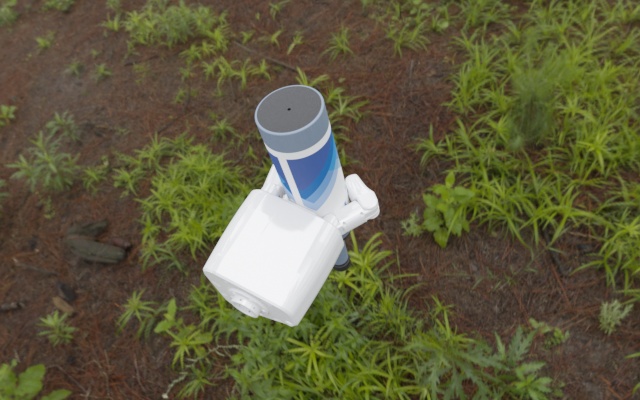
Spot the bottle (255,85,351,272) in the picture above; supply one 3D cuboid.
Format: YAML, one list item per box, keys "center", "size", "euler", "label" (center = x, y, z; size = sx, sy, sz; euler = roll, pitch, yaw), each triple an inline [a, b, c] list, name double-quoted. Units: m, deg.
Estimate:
- center: [0.000, 0.002, 0.556]
  size: [0.069, 0.069, 0.296]
  euler: [0, -36, 14]
  label: "bottle"
